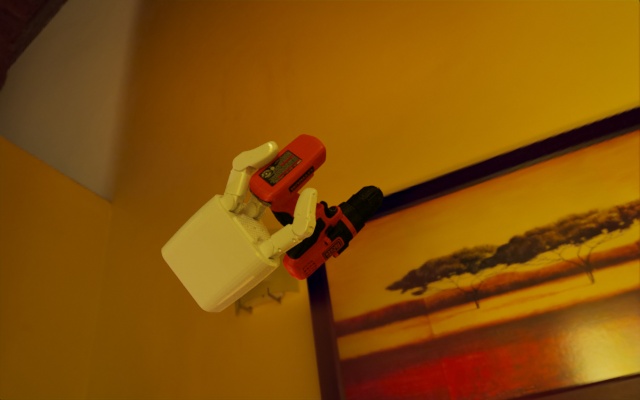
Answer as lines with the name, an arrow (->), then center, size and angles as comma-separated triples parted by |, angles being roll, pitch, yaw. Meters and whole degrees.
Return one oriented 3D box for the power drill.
power drill -> 0.000, 0.002, 0.652 | 0.057, 0.184, 0.188 | 34, -19, 43
